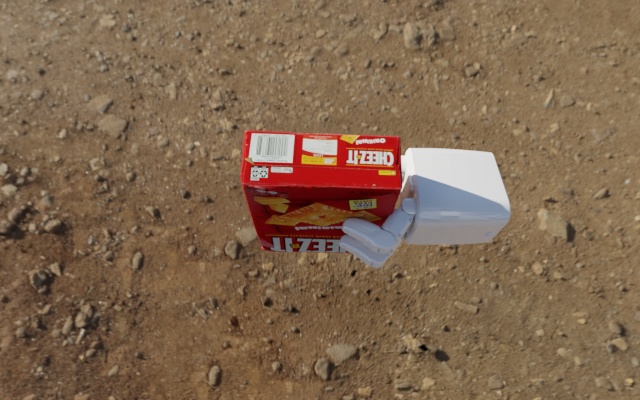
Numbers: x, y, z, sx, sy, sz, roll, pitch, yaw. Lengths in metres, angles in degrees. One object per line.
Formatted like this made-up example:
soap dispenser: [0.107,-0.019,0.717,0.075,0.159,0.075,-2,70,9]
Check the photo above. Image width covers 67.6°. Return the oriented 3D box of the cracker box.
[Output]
cracker box: [0.000,0.002,0.575,0.164,0.072,0.214,2,-24,0]
